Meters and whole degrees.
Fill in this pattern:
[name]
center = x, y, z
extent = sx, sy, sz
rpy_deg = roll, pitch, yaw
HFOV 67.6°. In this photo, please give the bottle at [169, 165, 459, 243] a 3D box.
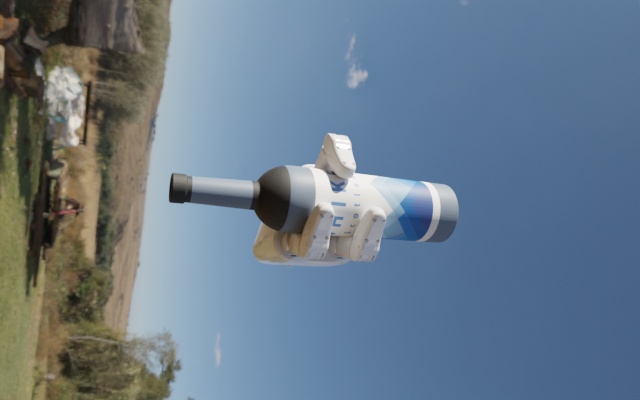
[bottle]
center = 0.000, 0.002, 0.487
extent = 0.296, 0.069, 0.069
rpy_deg = 6, -2, -22
